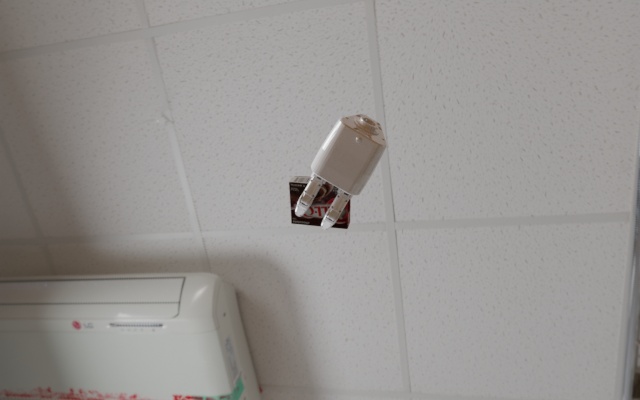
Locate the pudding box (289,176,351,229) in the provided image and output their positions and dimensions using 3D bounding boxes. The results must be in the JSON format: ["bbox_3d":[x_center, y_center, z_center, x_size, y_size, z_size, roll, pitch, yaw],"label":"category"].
[{"bbox_3d":[0.000,0.003,0.896,0.113,0.090,0.039,6,27,14],"label":"pudding box"}]
